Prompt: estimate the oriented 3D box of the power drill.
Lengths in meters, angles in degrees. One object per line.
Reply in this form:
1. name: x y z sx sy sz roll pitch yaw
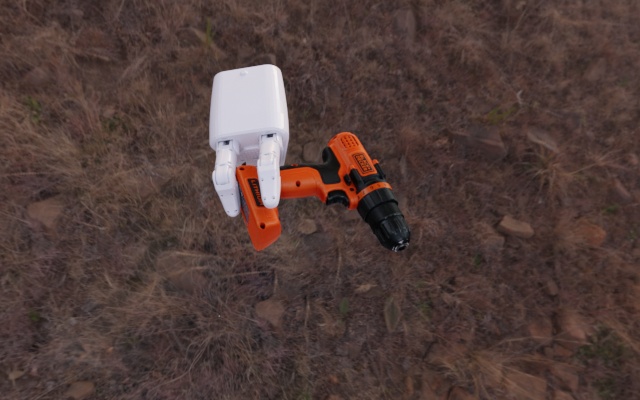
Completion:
1. power drill: 0.000 0.002 0.590 0.187 0.184 0.057 -13 -36 -21
